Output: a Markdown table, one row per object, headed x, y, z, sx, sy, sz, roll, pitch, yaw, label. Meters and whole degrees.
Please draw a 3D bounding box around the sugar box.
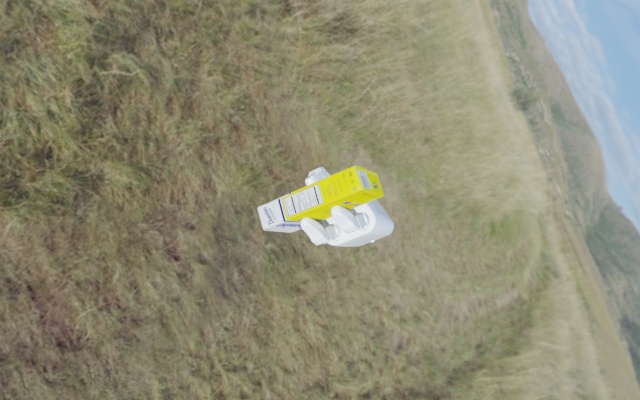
| x | y | z | sx | sy | sz | roll | pitch | yaw | label |
| --- | --- | --- | --- | --- | --- | --- | --- | --- | --- |
| 0.000 | 0.003 | 0.743 | 0.176 | 0.048 | 0.093 | -25 | -17 | 23 | sugar box |
